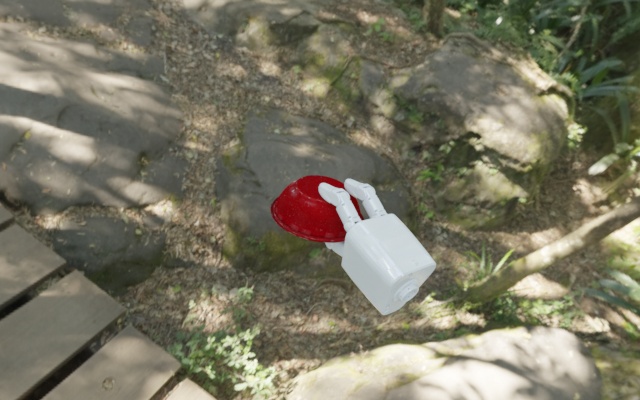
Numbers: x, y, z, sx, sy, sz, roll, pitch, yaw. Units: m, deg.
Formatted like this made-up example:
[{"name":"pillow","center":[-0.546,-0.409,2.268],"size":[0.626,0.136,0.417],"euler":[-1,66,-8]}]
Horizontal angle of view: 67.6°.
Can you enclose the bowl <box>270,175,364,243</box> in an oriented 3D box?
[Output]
[{"name":"bowl","center":[-0.001,0.002,0.796],"size":[0.162,0.055,0.162],"euler":[9,29,-5]}]
